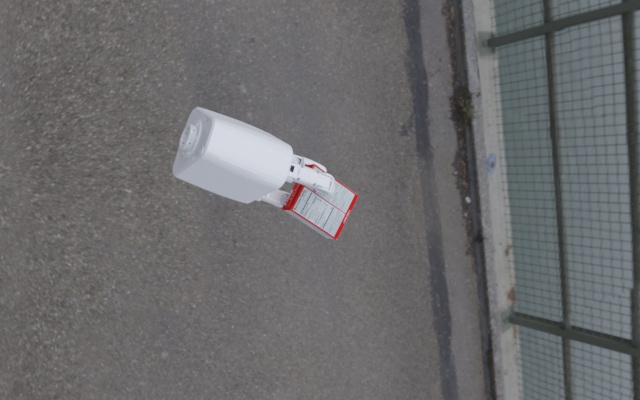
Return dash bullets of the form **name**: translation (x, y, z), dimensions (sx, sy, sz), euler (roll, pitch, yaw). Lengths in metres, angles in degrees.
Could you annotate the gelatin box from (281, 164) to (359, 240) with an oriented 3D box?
- **gelatin box**: translation (0.001, 0.002, 0.663), dimensions (0.089, 0.073, 0.030), euler (34, -16, -26)
